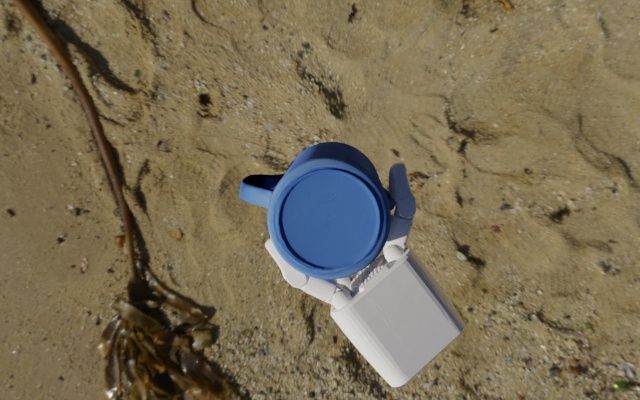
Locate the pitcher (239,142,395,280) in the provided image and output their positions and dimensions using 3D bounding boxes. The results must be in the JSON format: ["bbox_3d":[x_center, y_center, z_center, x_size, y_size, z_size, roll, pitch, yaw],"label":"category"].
[{"bbox_3d":[0.000,0.002,0.523,0.149,0.145,0.243,-35,4,5],"label":"pitcher"}]
